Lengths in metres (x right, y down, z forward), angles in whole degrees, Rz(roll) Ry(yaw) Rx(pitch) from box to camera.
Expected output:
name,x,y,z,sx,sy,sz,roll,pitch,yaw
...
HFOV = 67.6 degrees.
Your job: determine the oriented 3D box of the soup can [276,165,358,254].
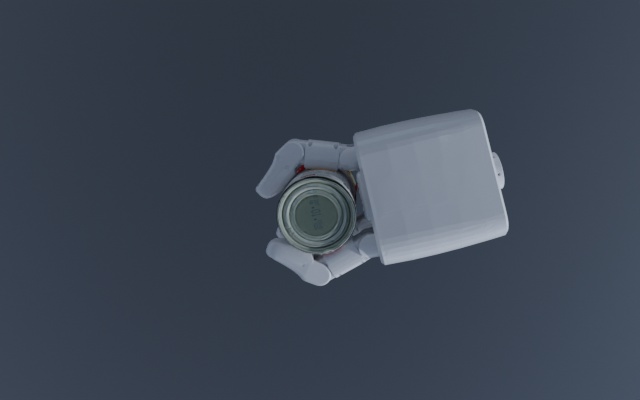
name,x,y,z,sx,sy,sz,roll,pitch,yaw
soup can,0.000,0.001,0.434,0.068,0.068,0.102,0,14,4
